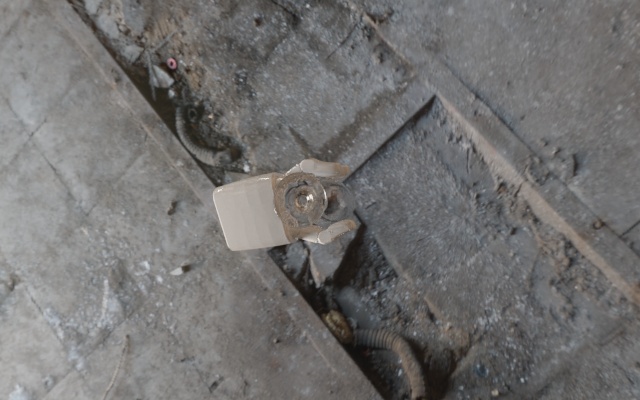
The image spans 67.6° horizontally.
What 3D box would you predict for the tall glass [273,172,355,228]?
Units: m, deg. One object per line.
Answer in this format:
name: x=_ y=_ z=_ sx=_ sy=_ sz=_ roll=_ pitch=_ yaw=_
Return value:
tall glass: x=0.000 y=0.002 z=0.724 sx=0.079 sy=0.079 sz=0.201 roll=0 pitch=-2 yaw=17
